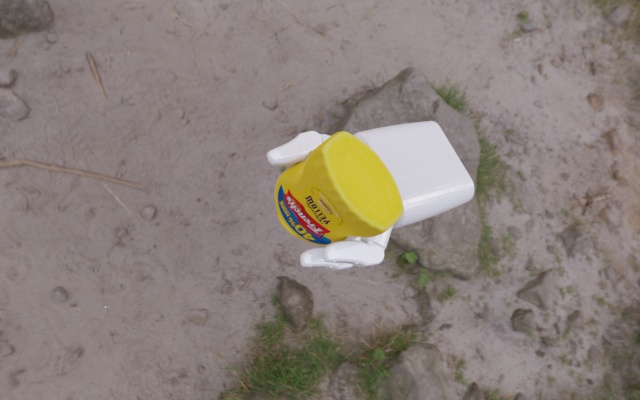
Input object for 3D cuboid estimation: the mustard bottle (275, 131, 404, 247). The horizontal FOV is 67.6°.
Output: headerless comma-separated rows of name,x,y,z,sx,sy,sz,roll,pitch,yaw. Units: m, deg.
mustard bottle,0.000,0.002,0.494,0.058,0.096,0.192,-42,7,-26
